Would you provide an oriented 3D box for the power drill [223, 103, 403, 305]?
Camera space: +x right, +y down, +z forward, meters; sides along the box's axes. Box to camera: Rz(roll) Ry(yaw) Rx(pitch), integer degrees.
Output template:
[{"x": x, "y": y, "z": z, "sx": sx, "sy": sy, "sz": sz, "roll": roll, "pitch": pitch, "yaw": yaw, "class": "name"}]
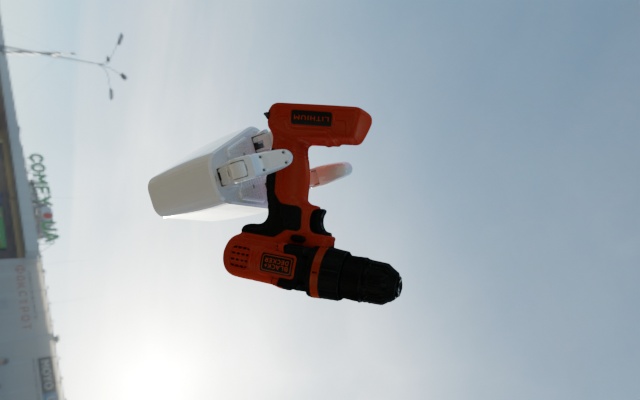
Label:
[{"x": 0.000, "y": 0.001, "z": 0.475, "sx": 0.184, "sy": 0.187, "sz": 0.057, "roll": 8, "pitch": -5, "yaw": 18, "class": "power drill"}]
